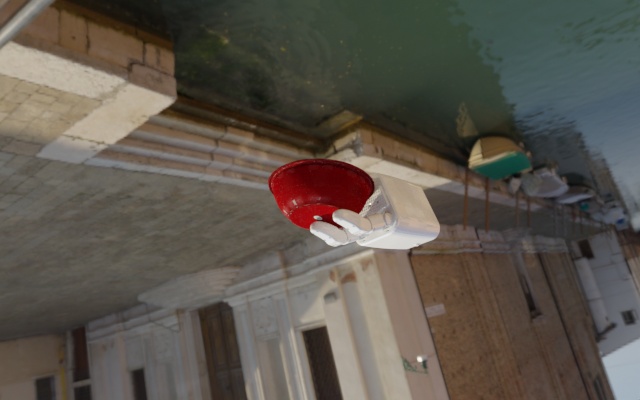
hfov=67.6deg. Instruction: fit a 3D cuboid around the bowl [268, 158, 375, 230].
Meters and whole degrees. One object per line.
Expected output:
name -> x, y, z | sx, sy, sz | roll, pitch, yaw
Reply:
bowl -> -0.001, 0.002, 0.712 | 0.162, 0.055, 0.162 | 3, -27, 1
